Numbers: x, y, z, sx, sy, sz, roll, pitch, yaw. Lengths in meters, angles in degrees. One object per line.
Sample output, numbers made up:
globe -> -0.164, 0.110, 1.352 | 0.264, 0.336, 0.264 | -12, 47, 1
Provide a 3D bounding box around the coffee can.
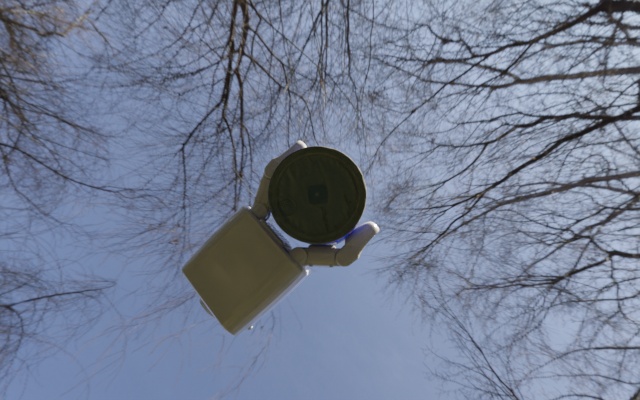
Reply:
coffee can -> 0.000, 0.002, 0.560 | 0.103, 0.103, 0.140 | 0, -7, 3
